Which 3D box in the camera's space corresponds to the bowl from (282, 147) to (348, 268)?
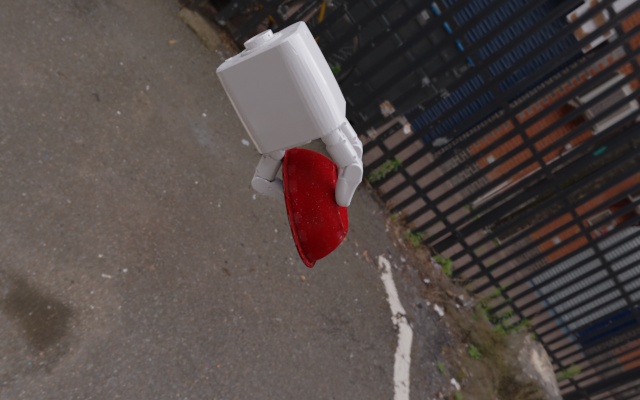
[{"bbox_3d":[0.001,0.003,0.608,0.055,0.162,0.162,-10,-2,9],"label":"bowl"}]
